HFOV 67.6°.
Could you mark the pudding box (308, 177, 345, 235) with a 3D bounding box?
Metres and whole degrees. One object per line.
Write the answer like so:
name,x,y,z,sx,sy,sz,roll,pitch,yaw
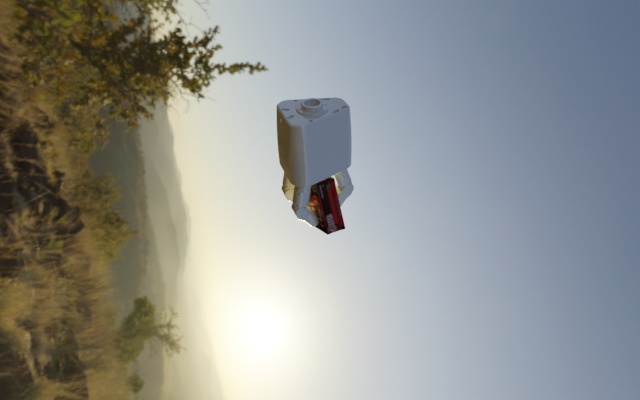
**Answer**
pudding box,0.000,0.003,0.822,0.039,0.090,0.113,-15,12,-14
